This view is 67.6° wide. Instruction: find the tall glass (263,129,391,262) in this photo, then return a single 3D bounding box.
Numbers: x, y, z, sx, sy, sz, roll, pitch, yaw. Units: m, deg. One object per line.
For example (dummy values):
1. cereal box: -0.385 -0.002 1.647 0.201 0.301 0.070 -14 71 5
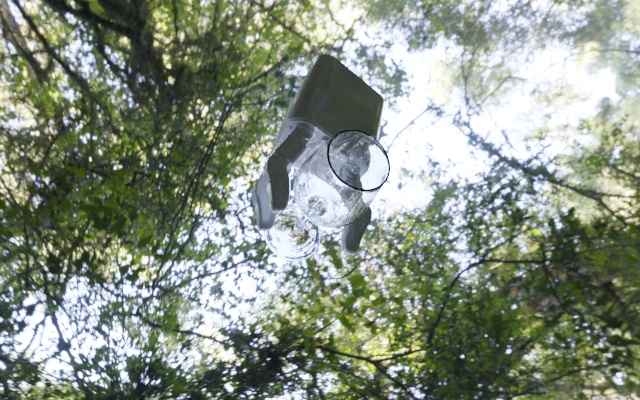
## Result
1. tall glass: 0.000 0.002 0.506 0.079 0.079 0.201 0 -22 -22
